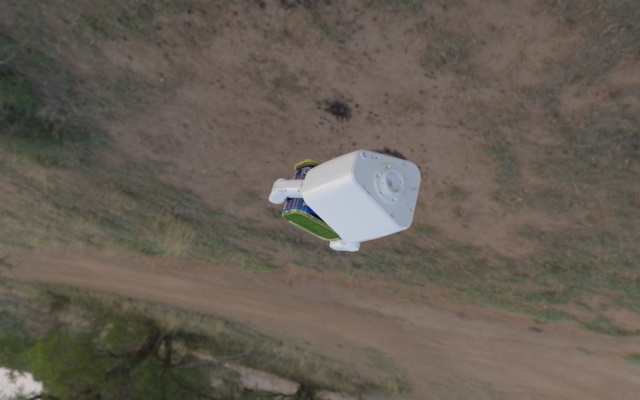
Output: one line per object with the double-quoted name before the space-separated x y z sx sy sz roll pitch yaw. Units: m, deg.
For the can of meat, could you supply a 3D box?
"can of meat" 0.000 0.003 0.700 0.102 0.084 0.057 29 -26 -29
